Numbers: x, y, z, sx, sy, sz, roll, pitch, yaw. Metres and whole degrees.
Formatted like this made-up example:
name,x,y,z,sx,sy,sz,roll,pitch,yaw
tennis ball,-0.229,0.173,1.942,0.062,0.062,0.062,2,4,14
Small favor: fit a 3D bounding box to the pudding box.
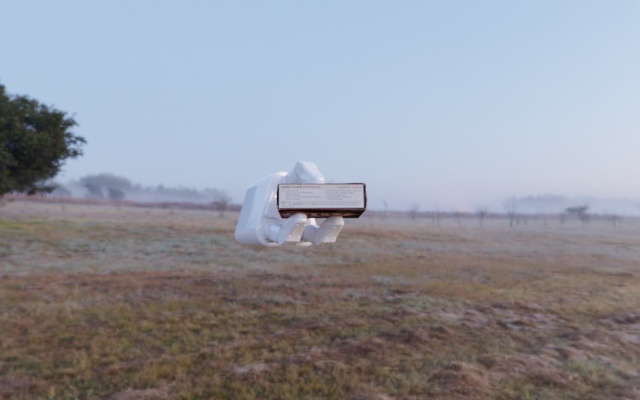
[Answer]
name,x,y,z,sx,sy,sz,roll,pitch,yaw
pudding box,0.000,0.002,0.627,0.113,0.039,0.090,-2,-8,-2
